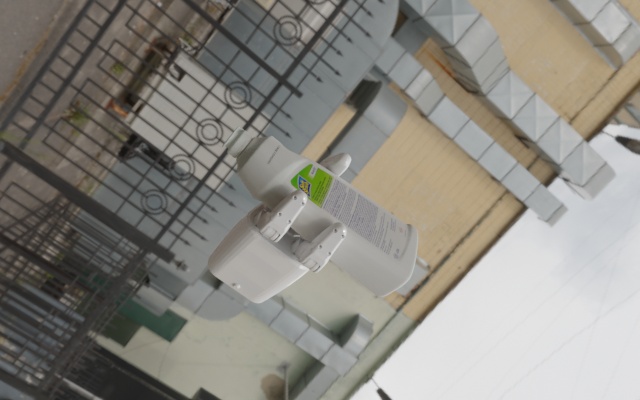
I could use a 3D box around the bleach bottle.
[{"bbox_3d":[0.000,0.002,0.549,0.068,0.251,0.102,-42,17,35],"label":"bleach bottle"}]
